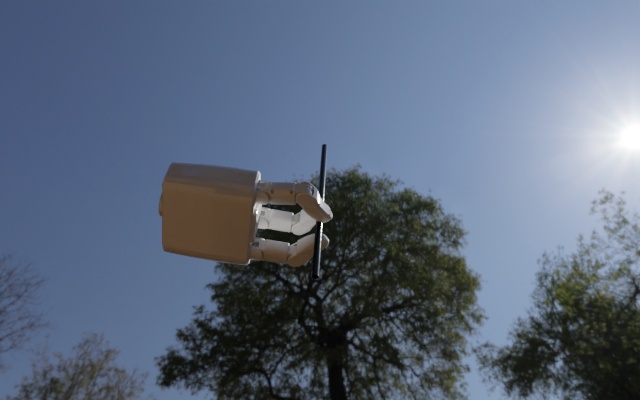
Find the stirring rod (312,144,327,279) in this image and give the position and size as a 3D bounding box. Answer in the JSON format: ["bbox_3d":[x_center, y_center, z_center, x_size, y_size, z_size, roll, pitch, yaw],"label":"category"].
[{"bbox_3d":[0.000,0.002,0.609,0.011,0.011,0.239,0,43,4],"label":"stirring rod"}]
